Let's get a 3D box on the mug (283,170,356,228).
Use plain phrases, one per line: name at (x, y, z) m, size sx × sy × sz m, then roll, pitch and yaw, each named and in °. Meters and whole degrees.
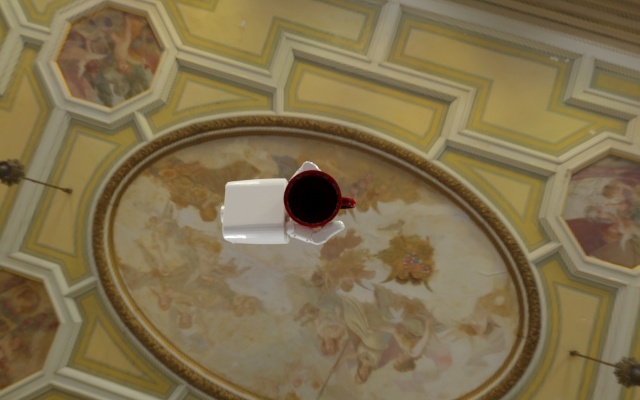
mug at (0.002, 0.003, 0.795) m, size 0.117 × 0.093 × 0.081 m, roll 0°, pitch -9°, yaw 1°
